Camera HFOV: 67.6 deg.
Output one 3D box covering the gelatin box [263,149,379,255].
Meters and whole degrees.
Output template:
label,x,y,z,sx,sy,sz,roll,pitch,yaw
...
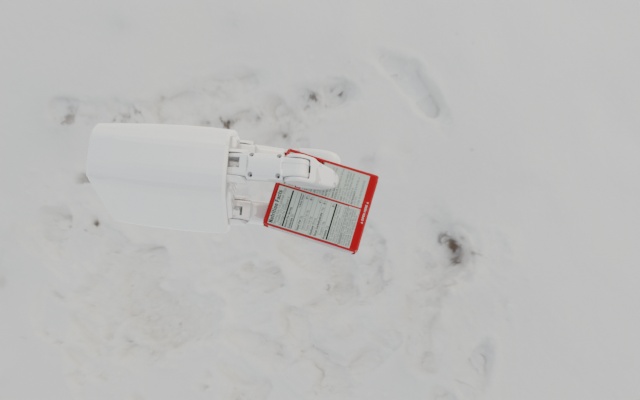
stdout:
label,x,y,z,sx,sy,sz,roll,pitch,yaw
gelatin box,0.000,0.001,0.435,0.089,0.073,0.030,17,-11,0
